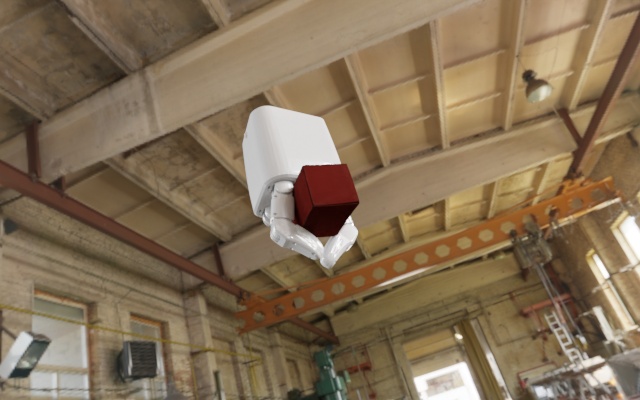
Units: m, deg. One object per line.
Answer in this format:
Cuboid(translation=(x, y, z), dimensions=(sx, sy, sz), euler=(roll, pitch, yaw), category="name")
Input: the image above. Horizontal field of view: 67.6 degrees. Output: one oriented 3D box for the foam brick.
Cuboid(translation=(0.000, 0.002, 0.519), dimensions=(0.053, 0.051, 0.078), euler=(-3, -29, -21), category="foam brick")
